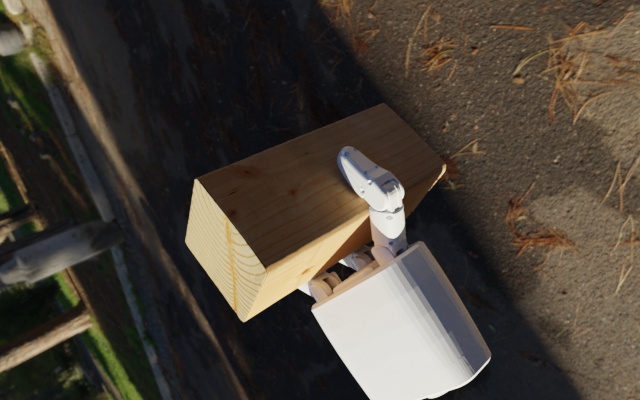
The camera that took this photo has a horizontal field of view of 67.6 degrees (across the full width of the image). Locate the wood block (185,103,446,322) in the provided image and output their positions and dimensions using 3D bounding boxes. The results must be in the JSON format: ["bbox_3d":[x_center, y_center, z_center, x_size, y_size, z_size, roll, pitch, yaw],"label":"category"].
[{"bbox_3d":[0.000,0.002,0.415,0.206,0.090,0.091,-28,-22,-35],"label":"wood block"}]
